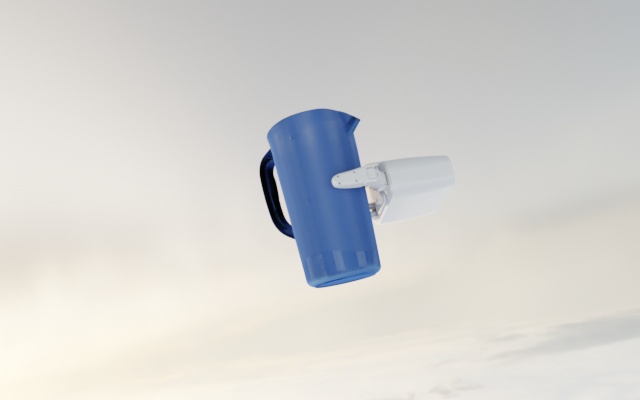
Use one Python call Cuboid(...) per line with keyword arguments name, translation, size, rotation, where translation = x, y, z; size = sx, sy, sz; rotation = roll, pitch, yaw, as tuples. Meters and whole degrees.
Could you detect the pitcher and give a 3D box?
Cuboid(name="pitcher", translation=(0.000, 0.002, 0.705), size=(0.145, 0.242, 0.149), rotation=(-9, -15, -15))
